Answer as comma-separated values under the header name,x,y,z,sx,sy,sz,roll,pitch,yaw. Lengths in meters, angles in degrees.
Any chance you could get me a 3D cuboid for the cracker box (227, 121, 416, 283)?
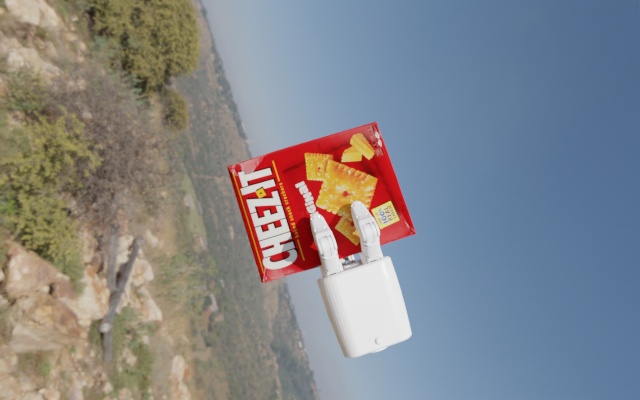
name,x,y,z,sx,sy,sz,roll,pitch,yaw
cracker box,0.000,0.002,0.650,0.213,0.164,0.072,-17,-5,-6
